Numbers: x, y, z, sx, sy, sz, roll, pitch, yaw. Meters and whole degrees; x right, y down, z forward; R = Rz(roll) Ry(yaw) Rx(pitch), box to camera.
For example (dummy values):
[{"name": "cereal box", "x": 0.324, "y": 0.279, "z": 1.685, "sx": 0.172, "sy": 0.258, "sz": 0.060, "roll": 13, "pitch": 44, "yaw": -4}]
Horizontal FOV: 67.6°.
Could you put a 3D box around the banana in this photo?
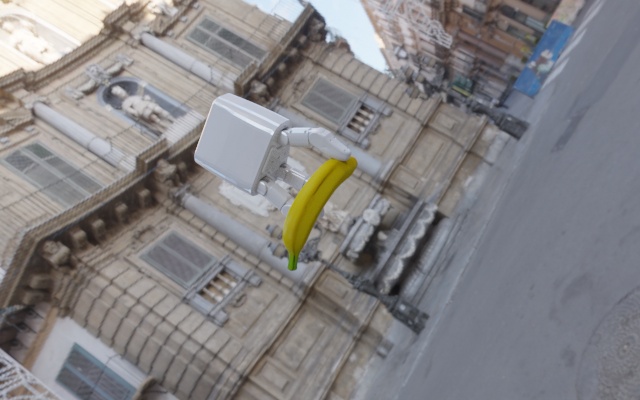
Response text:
[{"name": "banana", "x": -0.001, "y": -0.006, "z": 0.619, "sx": 0.037, "sy": 0.197, "sz": 0.070, "roll": 24, "pitch": -33, "yaw": 15}]
